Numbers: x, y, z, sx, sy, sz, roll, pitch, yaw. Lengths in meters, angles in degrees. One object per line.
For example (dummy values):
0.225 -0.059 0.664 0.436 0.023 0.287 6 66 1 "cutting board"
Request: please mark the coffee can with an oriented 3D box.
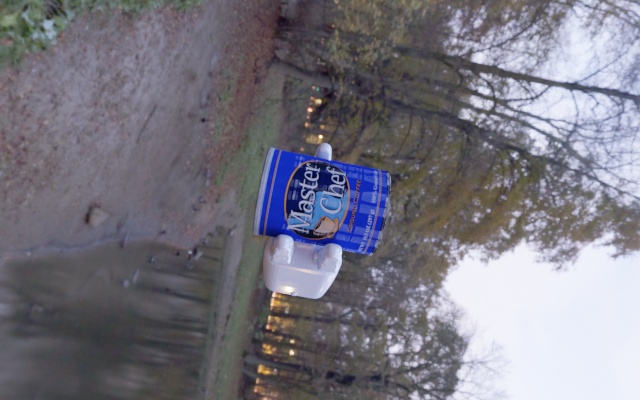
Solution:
0.000 0.002 0.556 0.140 0.103 0.103 11 -1 -3 "coffee can"
